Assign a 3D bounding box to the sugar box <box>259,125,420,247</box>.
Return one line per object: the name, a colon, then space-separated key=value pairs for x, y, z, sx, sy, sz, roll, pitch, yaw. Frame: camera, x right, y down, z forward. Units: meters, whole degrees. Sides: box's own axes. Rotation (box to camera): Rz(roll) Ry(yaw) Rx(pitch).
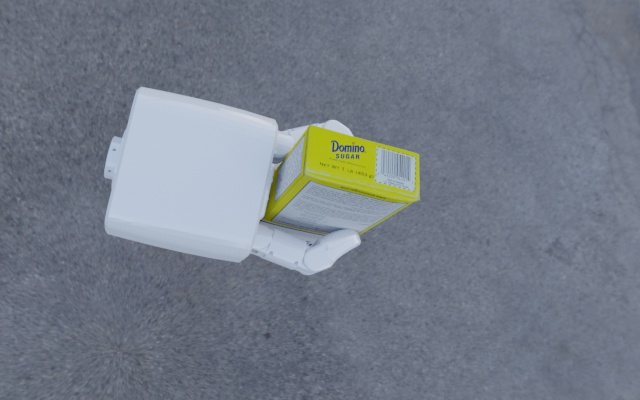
sugar box: x=0.000 y=0.001 z=0.415 sx=0.093 sy=0.048 sz=0.176 roll=13 pitch=-21 yaw=-19
